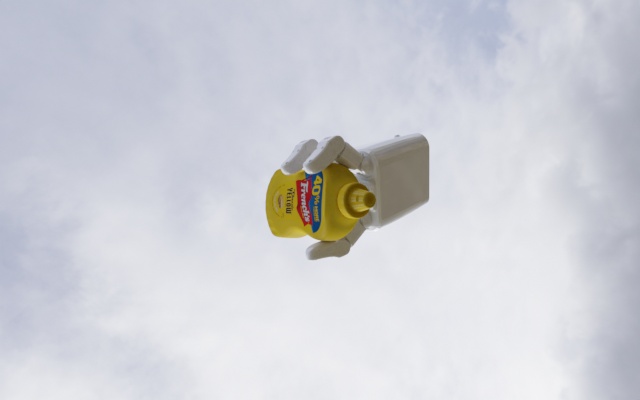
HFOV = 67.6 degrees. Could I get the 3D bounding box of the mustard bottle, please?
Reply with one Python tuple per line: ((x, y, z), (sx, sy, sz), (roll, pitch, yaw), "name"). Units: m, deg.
((0.000, 0.002, 0.595), (0.058, 0.096, 0.191), (7, -5, -35), "mustard bottle")
